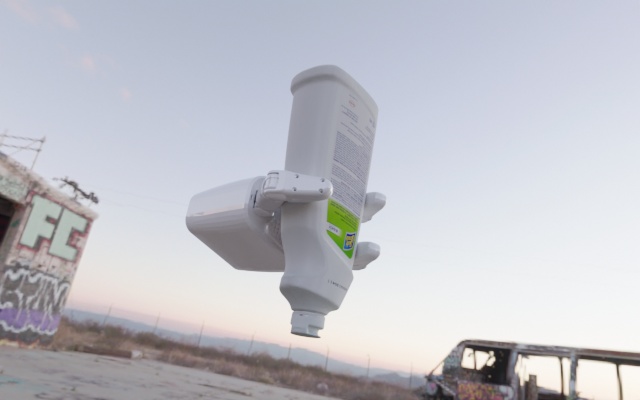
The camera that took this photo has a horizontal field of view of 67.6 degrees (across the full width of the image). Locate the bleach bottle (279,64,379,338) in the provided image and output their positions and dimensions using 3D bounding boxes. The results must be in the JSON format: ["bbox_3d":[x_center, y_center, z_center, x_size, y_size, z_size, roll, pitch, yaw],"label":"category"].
[{"bbox_3d":[0.000,0.002,0.463,0.068,0.250,0.103,-8,-27,39],"label":"bleach bottle"}]
